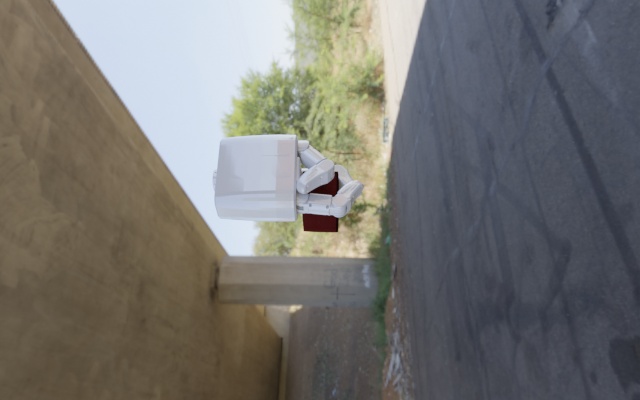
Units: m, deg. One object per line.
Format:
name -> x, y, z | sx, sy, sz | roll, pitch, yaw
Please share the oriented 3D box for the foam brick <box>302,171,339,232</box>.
foam brick -> 0.000, 0.002, 0.679 | 0.051, 0.053, 0.078 | -1, -41, 0
